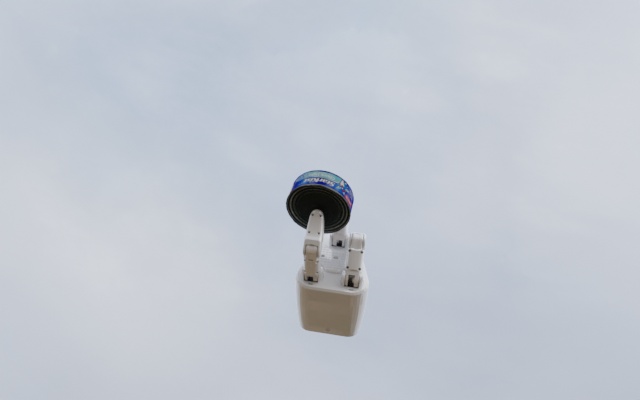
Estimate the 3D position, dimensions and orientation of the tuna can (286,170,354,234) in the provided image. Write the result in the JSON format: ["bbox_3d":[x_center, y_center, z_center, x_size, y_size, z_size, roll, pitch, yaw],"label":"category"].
[{"bbox_3d":[0.000,0.002,0.626,0.086,0.086,0.033,0,42,17],"label":"tuna can"}]
